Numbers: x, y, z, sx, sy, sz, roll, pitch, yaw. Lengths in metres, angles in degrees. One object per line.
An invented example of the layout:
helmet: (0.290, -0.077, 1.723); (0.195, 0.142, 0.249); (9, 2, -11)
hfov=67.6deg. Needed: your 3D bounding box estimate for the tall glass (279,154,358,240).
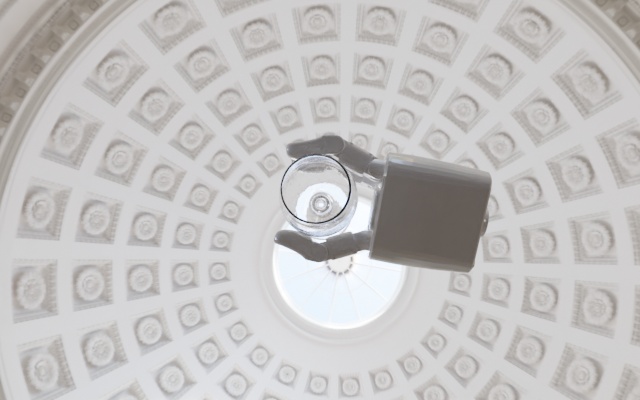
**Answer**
tall glass: (0.000, 0.002, 0.509); (0.079, 0.079, 0.201); (0, -7, 3)
